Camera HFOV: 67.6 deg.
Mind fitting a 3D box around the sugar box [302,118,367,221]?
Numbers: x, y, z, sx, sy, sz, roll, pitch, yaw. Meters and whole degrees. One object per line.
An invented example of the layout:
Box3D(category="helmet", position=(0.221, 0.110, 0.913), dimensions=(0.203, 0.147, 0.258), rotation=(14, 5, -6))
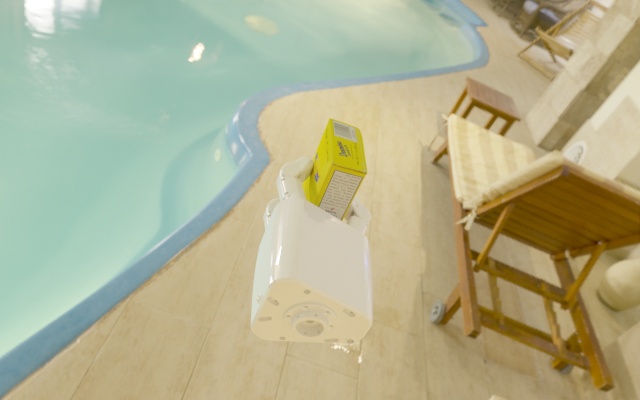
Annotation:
Box3D(category="sugar box", position=(0.000, 0.002, 0.568), dimensions=(0.048, 0.176, 0.093), rotation=(16, 37, -14))
